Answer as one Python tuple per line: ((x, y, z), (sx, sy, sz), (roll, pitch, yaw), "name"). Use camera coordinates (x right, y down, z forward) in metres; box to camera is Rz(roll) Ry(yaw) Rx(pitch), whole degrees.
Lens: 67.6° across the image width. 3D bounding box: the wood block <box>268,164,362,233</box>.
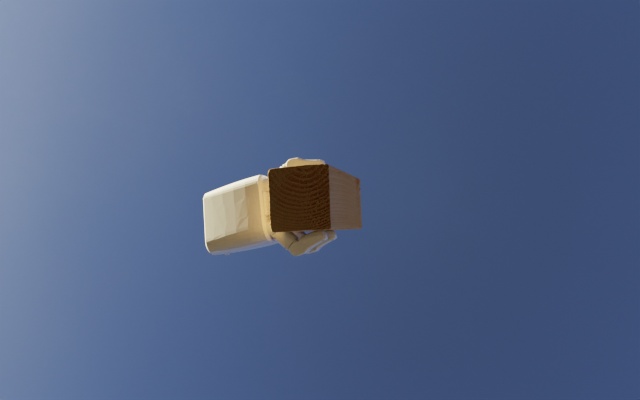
((0.000, 0.002, 0.746), (0.090, 0.091, 0.206), (-4, -4, 16), "wood block")
